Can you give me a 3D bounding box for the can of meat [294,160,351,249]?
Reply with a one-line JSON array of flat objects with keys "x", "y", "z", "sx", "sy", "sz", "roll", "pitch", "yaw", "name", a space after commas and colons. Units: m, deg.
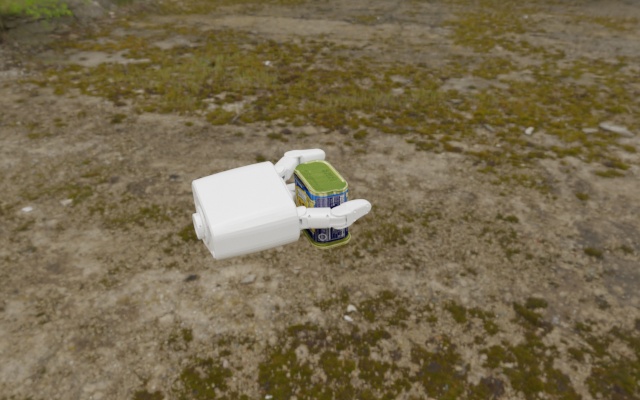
[{"x": 0.000, "y": 0.002, "z": 0.651, "sx": 0.057, "sy": 0.084, "sz": 0.102, "roll": -13, "pitch": 32, "yaw": -18, "name": "can of meat"}]
